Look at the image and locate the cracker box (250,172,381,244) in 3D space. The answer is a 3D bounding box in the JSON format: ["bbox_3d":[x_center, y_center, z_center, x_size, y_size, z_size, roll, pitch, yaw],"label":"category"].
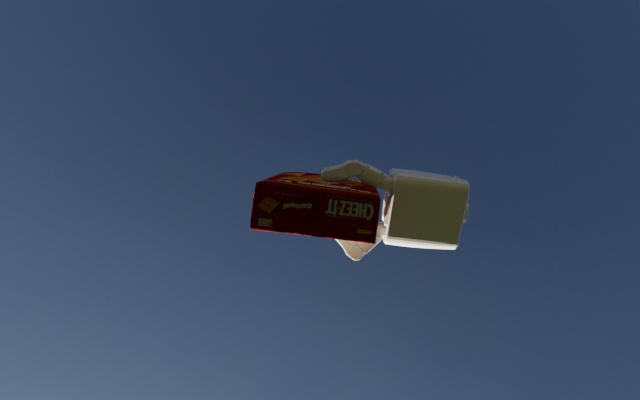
[{"bbox_3d":[0.000,0.002,0.708,0.164,0.072,0.213,6,7,3],"label":"cracker box"}]
